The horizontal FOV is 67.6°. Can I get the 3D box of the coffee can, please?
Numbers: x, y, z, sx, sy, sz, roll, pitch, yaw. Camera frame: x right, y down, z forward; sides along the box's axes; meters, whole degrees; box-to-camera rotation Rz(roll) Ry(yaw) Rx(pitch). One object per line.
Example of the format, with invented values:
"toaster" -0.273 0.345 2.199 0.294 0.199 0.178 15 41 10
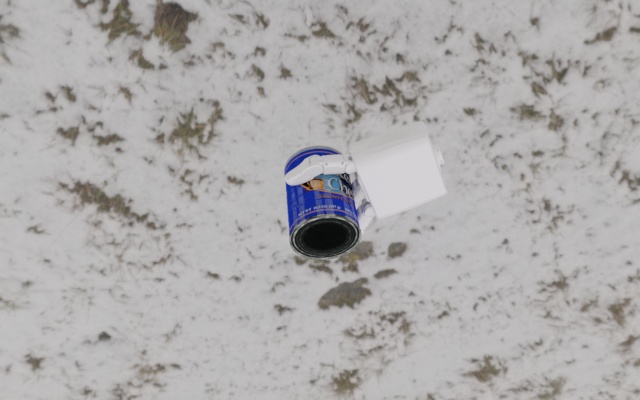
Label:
"coffee can" 0.000 0.002 0.712 0.103 0.140 0.103 -4 -42 -4
